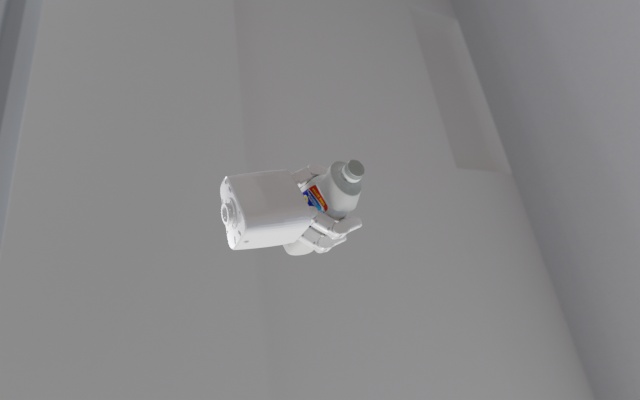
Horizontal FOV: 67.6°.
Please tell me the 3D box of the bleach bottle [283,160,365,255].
[{"bbox_3d":[0.000,0.003,0.797,0.068,0.102,0.251,-6,-25,-29],"label":"bleach bottle"}]
